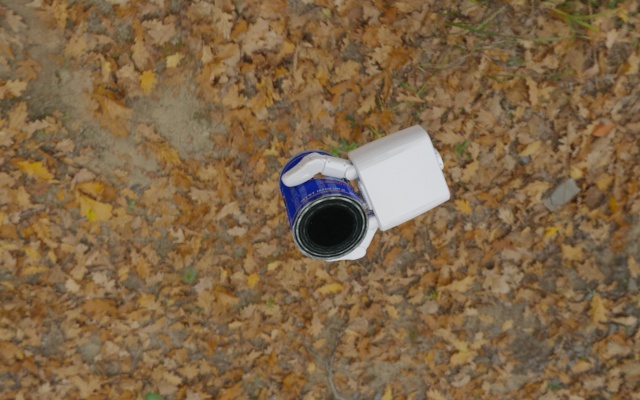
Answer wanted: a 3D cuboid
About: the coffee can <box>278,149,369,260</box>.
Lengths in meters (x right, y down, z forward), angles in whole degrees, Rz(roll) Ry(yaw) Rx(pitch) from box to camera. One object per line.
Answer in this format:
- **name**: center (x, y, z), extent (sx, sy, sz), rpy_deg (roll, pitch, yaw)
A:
- **coffee can**: center (0.000, 0.002, 0.676), extent (0.103, 0.103, 0.140), rpy_deg (0, 30, -13)
